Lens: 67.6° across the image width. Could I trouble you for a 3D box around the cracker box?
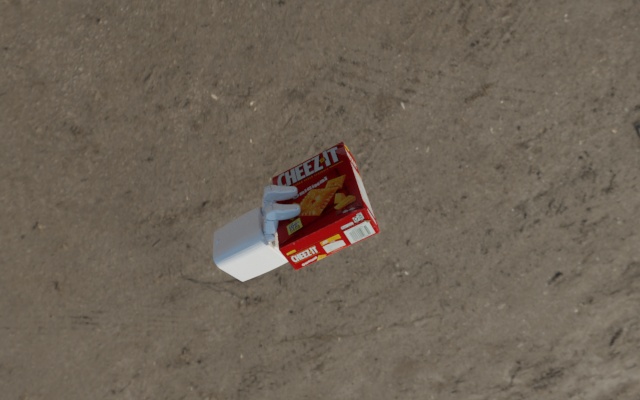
[{"bbox_3d":[0.000,0.003,0.872,0.164,0.072,0.213,-26,38,11],"label":"cracker box"}]
